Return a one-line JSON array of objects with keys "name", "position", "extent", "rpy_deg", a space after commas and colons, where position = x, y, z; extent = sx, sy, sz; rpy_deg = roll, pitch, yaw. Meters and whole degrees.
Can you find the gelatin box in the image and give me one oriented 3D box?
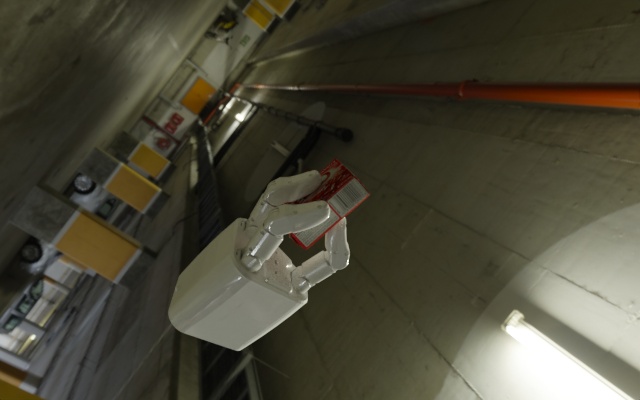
[{"name": "gelatin box", "position": [0.001, 0.002, 0.502], "extent": [0.089, 0.030, 0.073], "rpy_deg": [-41, 23, 3]}]
